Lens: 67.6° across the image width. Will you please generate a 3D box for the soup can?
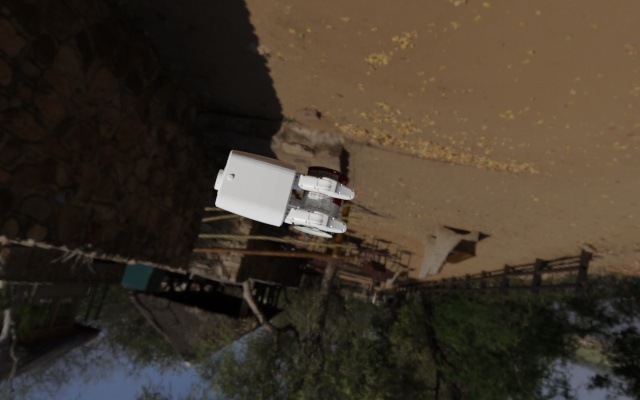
[{"bbox_3d":[0.000,0.003,0.780,0.068,0.102,0.068,14,-10,3],"label":"soup can"}]
